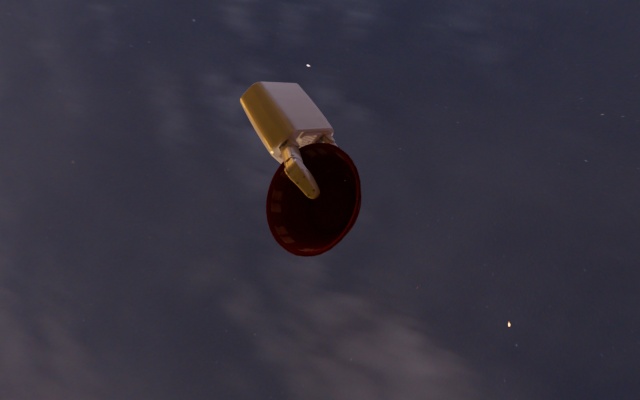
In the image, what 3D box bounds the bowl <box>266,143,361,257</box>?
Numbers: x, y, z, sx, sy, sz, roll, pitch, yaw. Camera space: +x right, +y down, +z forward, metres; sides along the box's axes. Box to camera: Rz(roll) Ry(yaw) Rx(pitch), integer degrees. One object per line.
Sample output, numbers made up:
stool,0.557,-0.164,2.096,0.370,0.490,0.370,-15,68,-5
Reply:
bowl,0.001,0.004,0.681,0.162,0.162,0.055,0,-12,36
